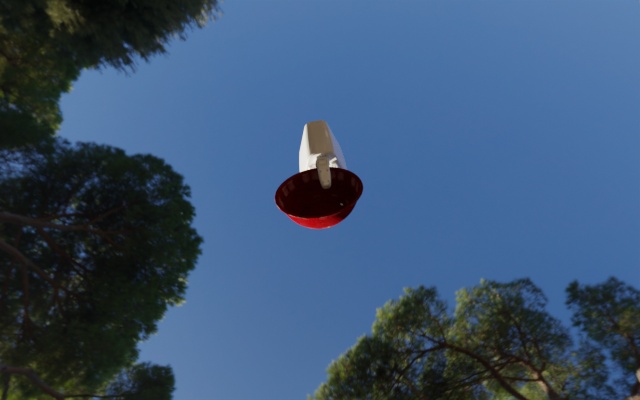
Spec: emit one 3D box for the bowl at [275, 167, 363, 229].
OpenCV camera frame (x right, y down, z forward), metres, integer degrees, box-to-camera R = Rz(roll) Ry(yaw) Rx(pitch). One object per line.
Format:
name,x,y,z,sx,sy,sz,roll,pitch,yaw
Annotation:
bowl,0.000,0.004,0.876,0.162,0.055,0.162,-7,34,5
